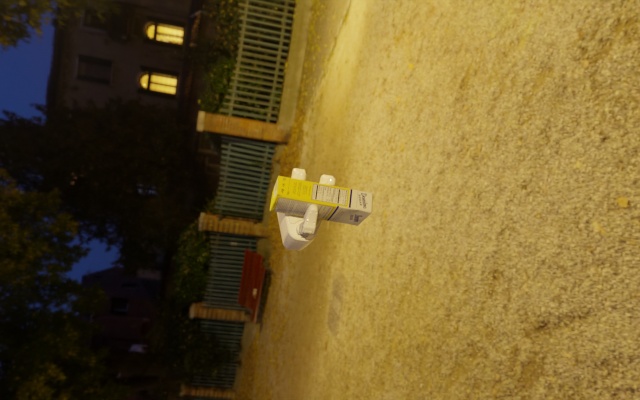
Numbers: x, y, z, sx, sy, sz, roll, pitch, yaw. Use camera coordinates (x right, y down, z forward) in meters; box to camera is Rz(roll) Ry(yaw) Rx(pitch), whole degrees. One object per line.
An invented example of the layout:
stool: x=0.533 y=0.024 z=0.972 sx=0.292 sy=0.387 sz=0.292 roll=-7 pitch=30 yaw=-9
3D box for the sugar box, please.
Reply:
sugar box: x=0.000 y=0.002 z=0.886 sx=0.176 sy=0.048 sz=0.093 roll=8 pitch=-20 yaw=-11
